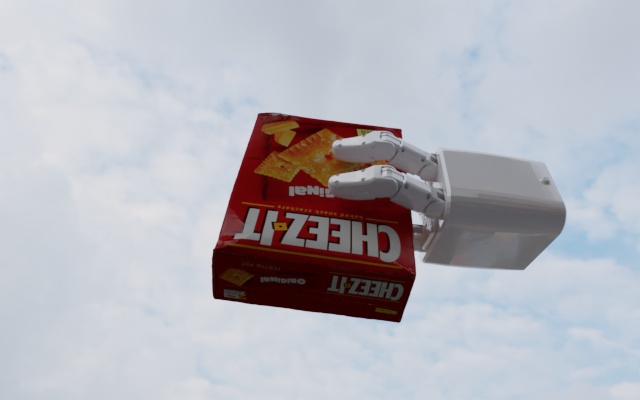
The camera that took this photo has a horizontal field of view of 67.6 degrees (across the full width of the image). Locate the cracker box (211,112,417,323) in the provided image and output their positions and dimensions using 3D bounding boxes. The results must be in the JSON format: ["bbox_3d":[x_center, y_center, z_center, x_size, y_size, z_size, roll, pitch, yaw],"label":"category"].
[{"bbox_3d":[0.000,0.002,0.464,0.164,0.072,0.213,7,41,-1],"label":"cracker box"}]
